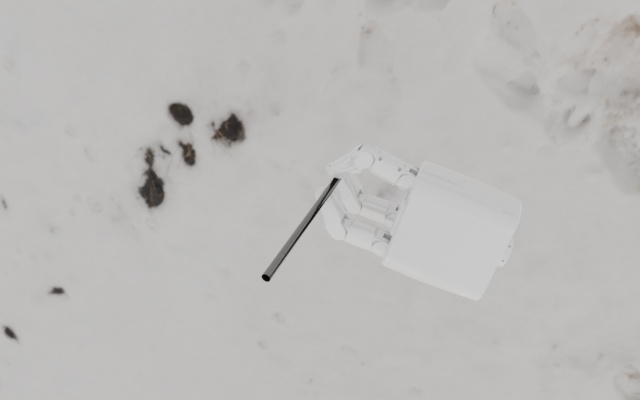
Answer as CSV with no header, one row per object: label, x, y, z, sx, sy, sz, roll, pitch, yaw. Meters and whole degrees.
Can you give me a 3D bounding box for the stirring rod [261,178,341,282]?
stirring rod,0.000,0.002,0.479,0.011,0.011,0.239,0,31,25
